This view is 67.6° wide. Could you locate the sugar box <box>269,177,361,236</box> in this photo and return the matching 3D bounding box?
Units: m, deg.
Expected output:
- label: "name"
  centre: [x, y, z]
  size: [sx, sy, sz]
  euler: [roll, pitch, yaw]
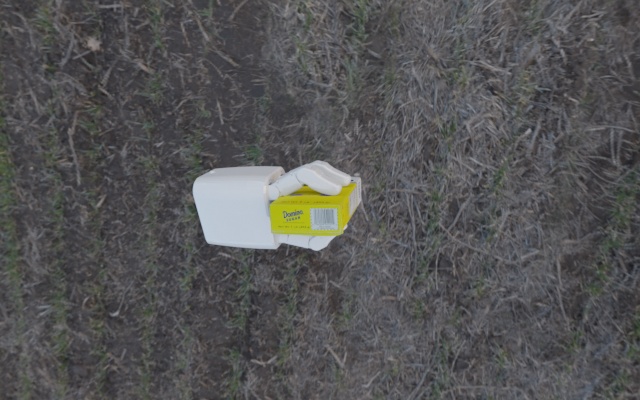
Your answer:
- label: "sugar box"
  centre: [0.000, 0.002, 0.668]
  size: [0.093, 0.048, 0.176]
  euler: [1, 17, 12]
